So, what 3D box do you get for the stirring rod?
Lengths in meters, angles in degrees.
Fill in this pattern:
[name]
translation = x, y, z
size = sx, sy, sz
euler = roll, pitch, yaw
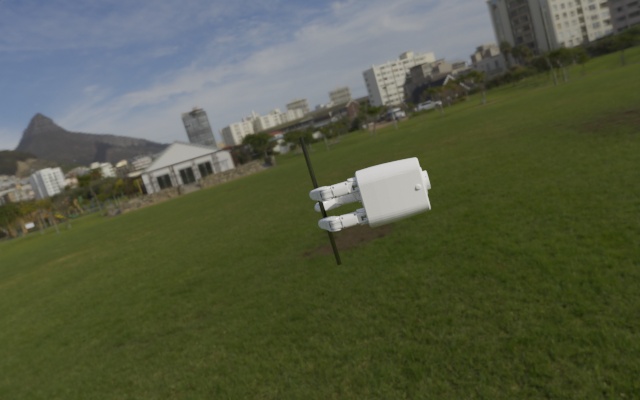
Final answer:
[stirring rod]
translation = 0.000, 0.003, 0.855
size = 0.011, 0.239, 0.011
euler = -17, 8, 2
